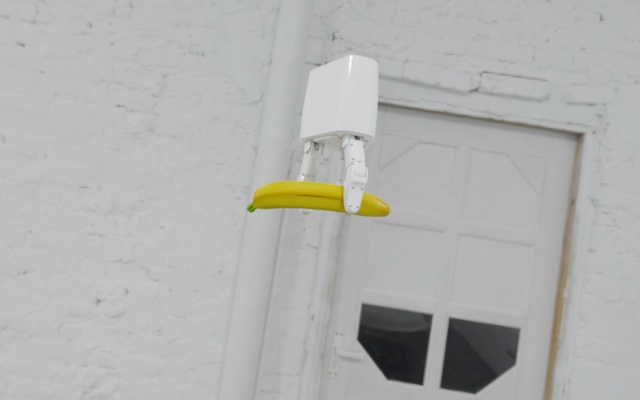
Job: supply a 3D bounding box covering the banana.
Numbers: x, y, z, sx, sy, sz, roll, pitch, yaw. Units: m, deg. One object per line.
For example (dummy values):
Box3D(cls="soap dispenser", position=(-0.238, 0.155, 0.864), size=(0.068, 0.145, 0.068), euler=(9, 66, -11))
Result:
Box3D(cls="banana", position=(-0.004, -0.002, 0.632), size=(0.198, 0.037, 0.070), euler=(3, -12, 4))
